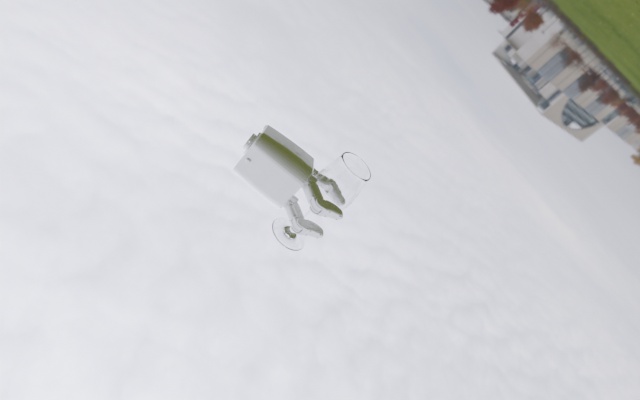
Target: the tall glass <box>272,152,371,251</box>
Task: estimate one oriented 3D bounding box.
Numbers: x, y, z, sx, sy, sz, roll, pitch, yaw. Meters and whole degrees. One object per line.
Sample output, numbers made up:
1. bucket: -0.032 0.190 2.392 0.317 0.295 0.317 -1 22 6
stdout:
1. tall glass: 0.000 0.003 0.837 0.079 0.079 0.201 0 -37 -49
